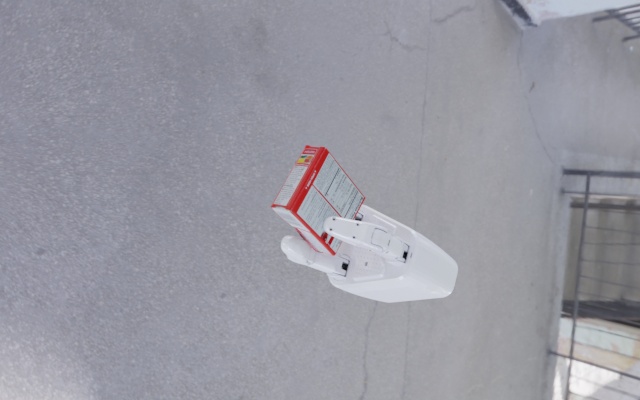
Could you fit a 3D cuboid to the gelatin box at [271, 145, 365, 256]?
[{"bbox_3d":[0.000,0.001,0.469,0.030,0.073,0.089,10,-27,40],"label":"gelatin box"}]
